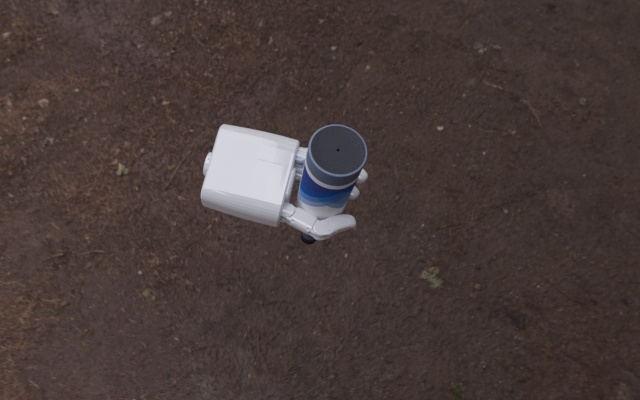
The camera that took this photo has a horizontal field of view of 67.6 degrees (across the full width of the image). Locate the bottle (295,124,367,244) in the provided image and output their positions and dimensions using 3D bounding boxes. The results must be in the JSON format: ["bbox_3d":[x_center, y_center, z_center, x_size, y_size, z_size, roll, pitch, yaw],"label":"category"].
[{"bbox_3d":[0.000,0.002,0.661,0.069,0.069,0.296,0,-23,-8],"label":"bottle"}]
